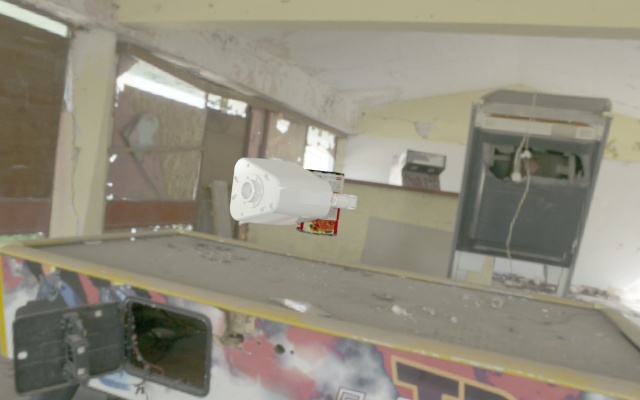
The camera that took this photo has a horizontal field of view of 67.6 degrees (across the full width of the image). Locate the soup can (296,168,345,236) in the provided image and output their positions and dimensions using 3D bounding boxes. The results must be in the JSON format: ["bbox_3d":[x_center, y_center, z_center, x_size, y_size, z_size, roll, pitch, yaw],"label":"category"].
[{"bbox_3d":[0.001,0.002,0.775,0.068,0.102,0.068,7,2,0],"label":"soup can"}]
